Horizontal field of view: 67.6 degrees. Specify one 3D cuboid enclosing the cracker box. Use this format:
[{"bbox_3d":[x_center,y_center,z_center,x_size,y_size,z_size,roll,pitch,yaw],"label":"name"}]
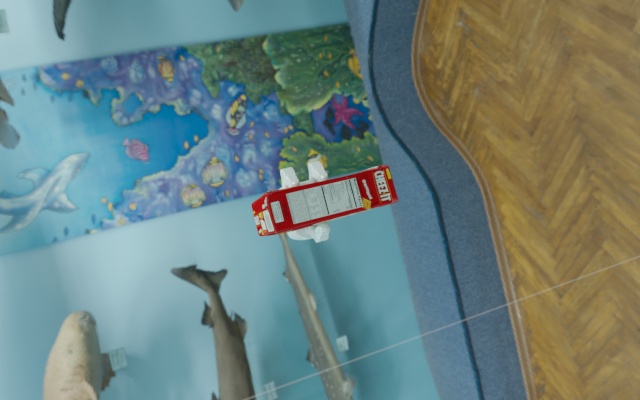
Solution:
[{"bbox_3d":[0.000,0.003,0.823,0.213,0.072,0.164,-14,-2,-17],"label":"cracker box"}]
